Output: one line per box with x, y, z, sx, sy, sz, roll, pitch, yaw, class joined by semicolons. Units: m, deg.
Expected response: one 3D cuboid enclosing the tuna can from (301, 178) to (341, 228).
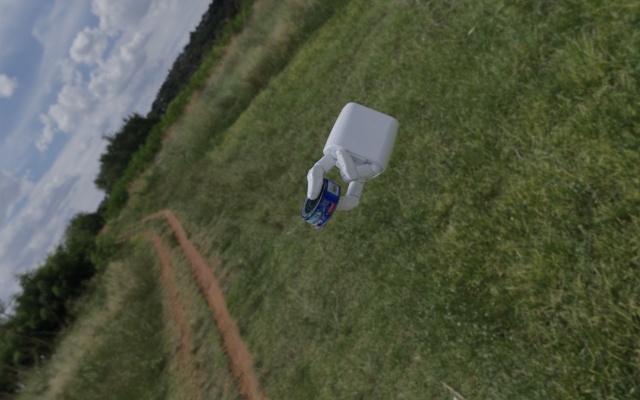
0.000;0.003;0.853;0.034;0.086;0.086;27;-9;-18;tuna can
